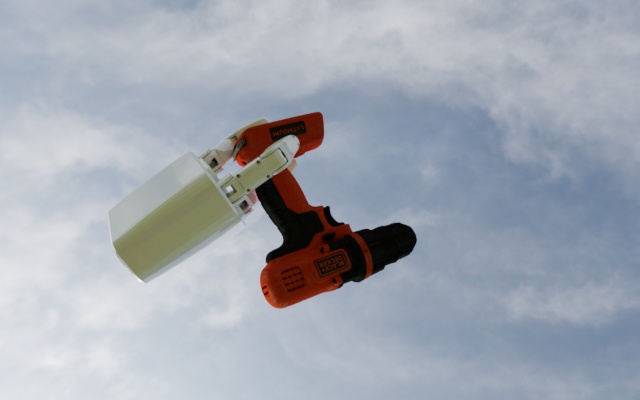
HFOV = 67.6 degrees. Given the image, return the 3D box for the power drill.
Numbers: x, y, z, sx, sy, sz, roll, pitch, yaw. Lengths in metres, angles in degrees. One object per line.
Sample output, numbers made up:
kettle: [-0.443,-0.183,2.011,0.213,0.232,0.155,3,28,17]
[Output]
power drill: [0.000,0.001,0.511,0.184,0.187,0.057,-17,-13,-28]
